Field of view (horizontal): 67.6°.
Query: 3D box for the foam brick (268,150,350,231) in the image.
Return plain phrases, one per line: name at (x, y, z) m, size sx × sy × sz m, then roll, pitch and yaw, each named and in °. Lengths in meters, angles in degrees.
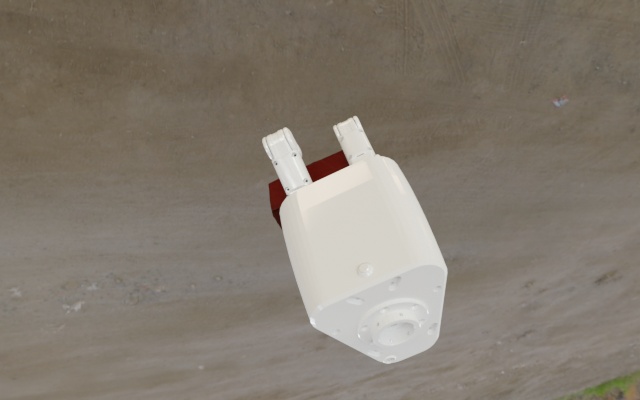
foam brick at (0.000, 0.002, 0.419) m, size 0.078 × 0.053 × 0.051 m, roll -25°, pitch 33°, yaw 6°
